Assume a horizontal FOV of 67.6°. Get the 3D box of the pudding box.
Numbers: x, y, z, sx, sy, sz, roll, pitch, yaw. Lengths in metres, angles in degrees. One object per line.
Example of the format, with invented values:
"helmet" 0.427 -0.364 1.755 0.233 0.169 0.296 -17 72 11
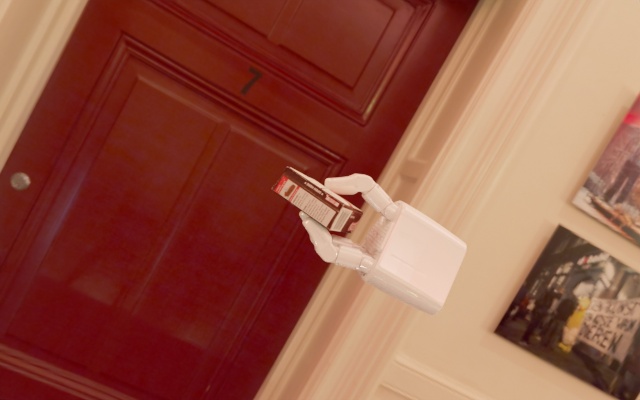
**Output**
"pudding box" 0.000 0.002 0.608 0.090 0.039 0.113 33 2 17
